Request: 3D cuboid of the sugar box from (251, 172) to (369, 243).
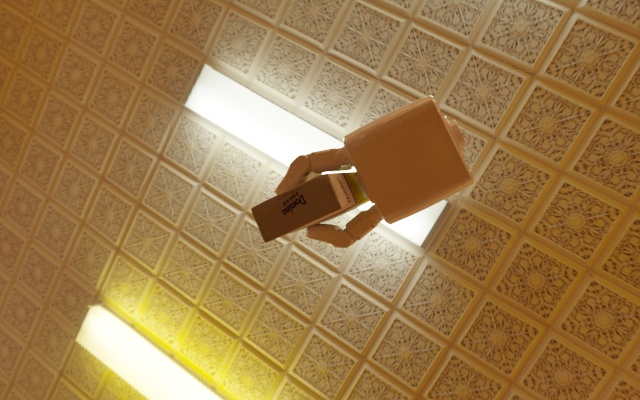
[{"bbox_3d":[0.000,0.001,0.556,0.093,0.048,0.176,-25,-6,17],"label":"sugar box"}]
